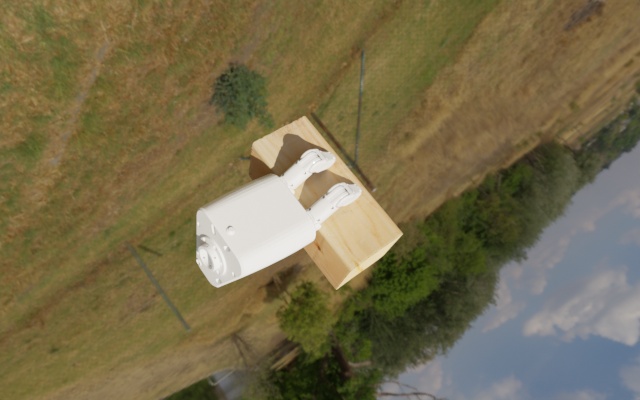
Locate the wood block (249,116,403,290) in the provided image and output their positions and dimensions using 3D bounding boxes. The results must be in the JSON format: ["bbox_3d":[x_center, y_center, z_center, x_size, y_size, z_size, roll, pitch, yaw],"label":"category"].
[{"bbox_3d":[0.000,0.003,0.641,0.090,0.206,0.091,-32,-16,-24],"label":"wood block"}]
